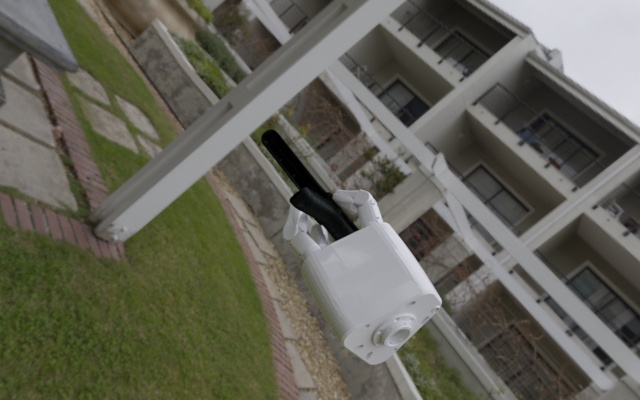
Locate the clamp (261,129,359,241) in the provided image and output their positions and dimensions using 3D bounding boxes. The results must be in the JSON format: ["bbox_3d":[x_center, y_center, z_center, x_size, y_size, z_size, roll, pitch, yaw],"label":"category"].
[{"bbox_3d":[0.001,0.002,0.625,0.036,0.164,0.210,-37,-46,7],"label":"clamp"}]
